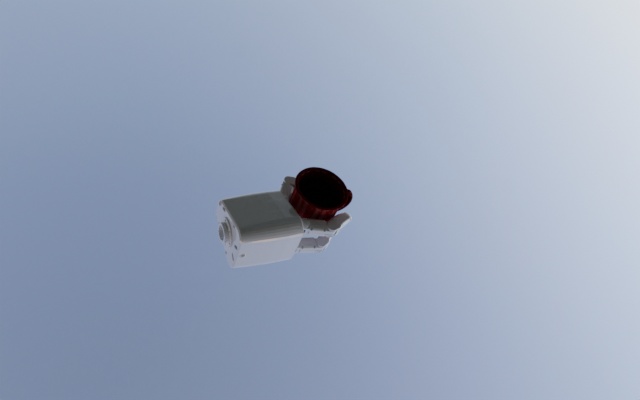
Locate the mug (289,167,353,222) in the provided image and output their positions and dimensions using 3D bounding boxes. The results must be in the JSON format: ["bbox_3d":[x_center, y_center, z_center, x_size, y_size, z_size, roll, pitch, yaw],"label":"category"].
[{"bbox_3d":[0.001,0.003,0.820,0.117,0.093,0.081,-7,-35,-29],"label":"mug"}]
